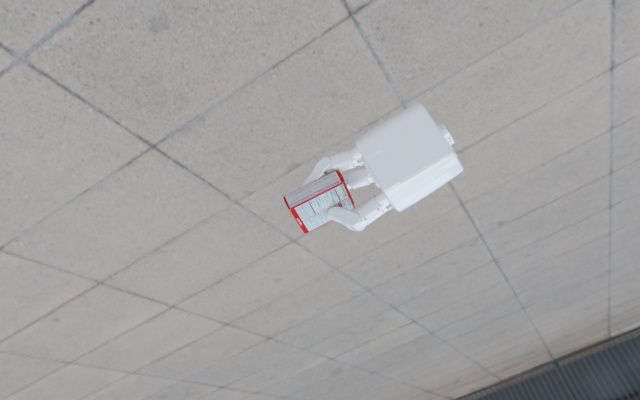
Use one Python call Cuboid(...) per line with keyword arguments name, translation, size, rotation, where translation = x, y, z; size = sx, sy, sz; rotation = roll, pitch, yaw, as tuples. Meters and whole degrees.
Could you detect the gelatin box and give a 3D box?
Cuboid(name="gelatin box", translation=(0.000, 0.003, 0.695), size=(0.089, 0.030, 0.073), rotation=(-28, -36, 0))
